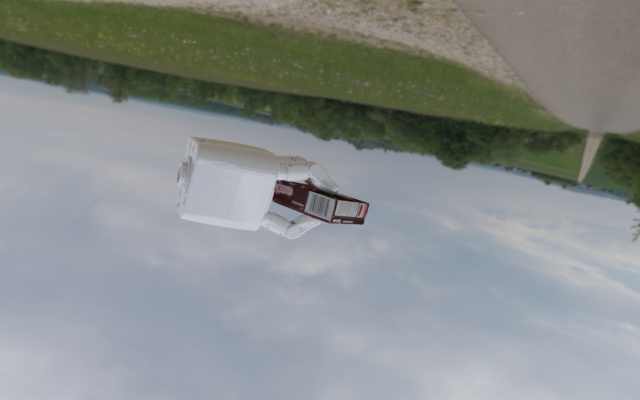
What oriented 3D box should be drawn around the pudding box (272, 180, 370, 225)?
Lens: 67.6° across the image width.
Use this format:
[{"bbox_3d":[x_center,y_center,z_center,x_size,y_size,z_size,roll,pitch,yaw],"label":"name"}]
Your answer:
[{"bbox_3d":[0.000,0.002,0.697,0.113,0.039,0.090,22,10,35],"label":"pudding box"}]
